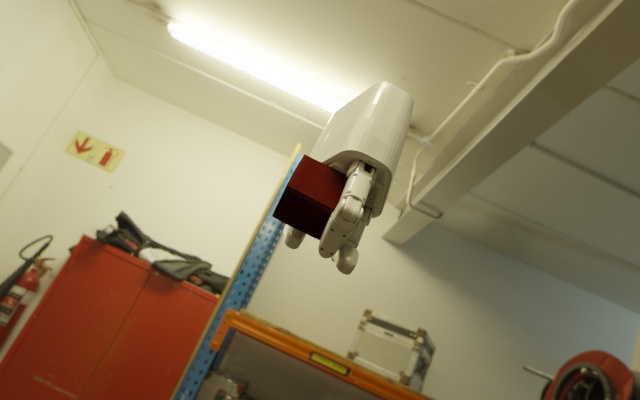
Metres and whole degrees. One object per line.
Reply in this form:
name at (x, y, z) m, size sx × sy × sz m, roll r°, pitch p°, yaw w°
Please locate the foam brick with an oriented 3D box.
foam brick at (0.000, 0.001, 0.480) m, size 0.078 × 0.051 × 0.053 m, roll 27°, pitch -40°, yaw -6°
